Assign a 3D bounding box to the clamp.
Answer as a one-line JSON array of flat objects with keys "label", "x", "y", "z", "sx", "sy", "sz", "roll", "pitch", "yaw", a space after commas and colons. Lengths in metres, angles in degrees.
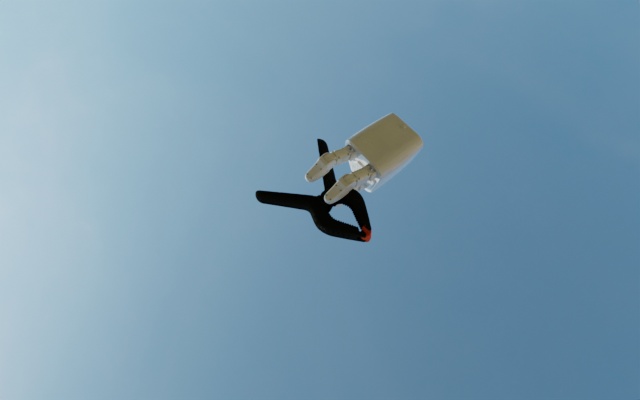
[{"label": "clamp", "x": 0.001, "y": 0.003, "z": 0.823, "sx": 0.164, "sy": 0.210, "sz": 0.036, "roll": -36, "pitch": -24, "yaw": -12}]
